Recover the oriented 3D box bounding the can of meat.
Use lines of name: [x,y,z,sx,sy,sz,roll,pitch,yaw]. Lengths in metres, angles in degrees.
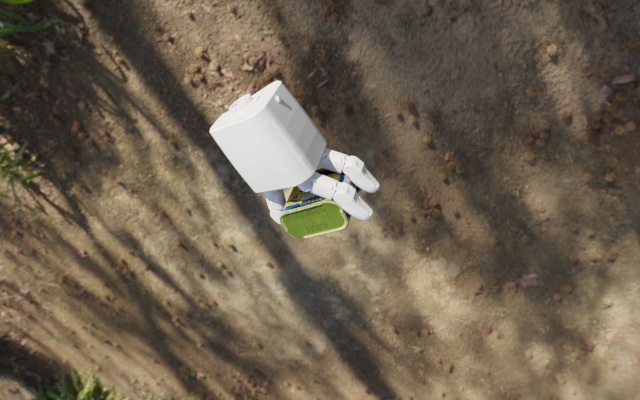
can of meat: [0.000,0.002,0.663,0.102,0.057,0.084,-16,32,29]
